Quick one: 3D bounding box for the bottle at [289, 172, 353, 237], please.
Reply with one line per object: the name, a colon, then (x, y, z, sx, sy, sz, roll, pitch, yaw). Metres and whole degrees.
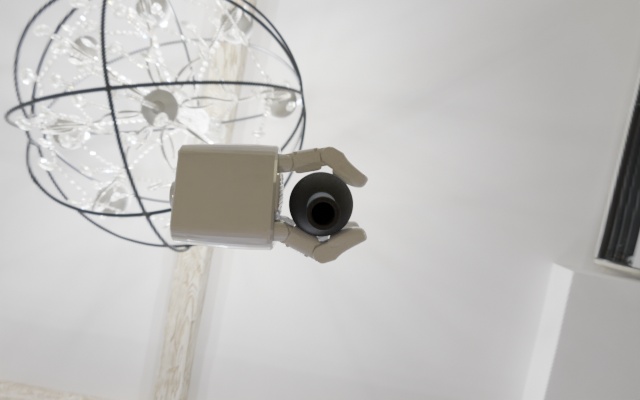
bottle: (0.000, 0.002, 0.525, 0.069, 0.069, 0.295, 0, 3, -1)
